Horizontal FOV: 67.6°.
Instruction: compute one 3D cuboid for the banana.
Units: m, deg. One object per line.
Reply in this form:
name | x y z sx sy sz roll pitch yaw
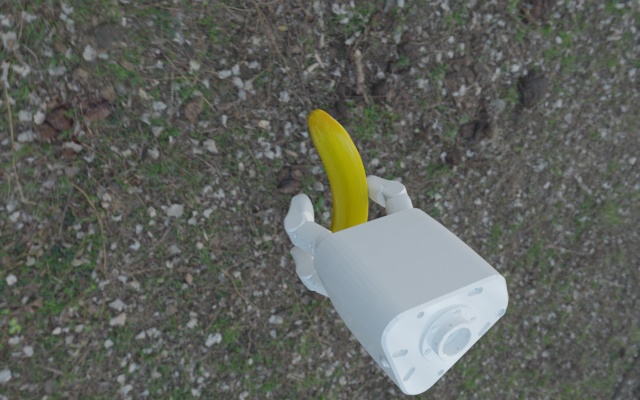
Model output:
banana | 0.017 0.002 0.491 0.069 0.198 0.037 -7 30 -20
